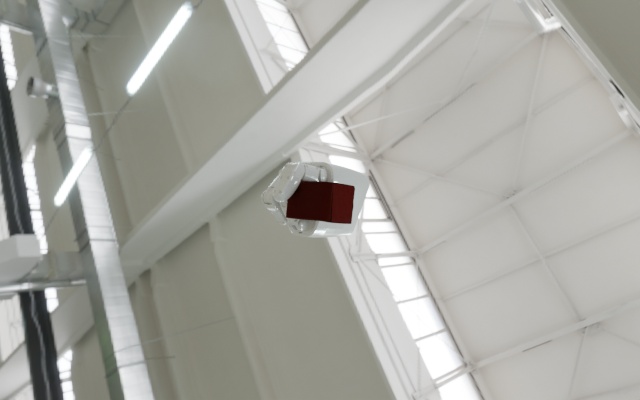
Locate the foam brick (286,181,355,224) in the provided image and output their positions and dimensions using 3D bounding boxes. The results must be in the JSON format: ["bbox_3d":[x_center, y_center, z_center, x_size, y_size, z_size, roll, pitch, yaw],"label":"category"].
[{"bbox_3d":[0.000,0.002,0.641,0.078,0.053,0.051,5,-2,39],"label":"foam brick"}]
